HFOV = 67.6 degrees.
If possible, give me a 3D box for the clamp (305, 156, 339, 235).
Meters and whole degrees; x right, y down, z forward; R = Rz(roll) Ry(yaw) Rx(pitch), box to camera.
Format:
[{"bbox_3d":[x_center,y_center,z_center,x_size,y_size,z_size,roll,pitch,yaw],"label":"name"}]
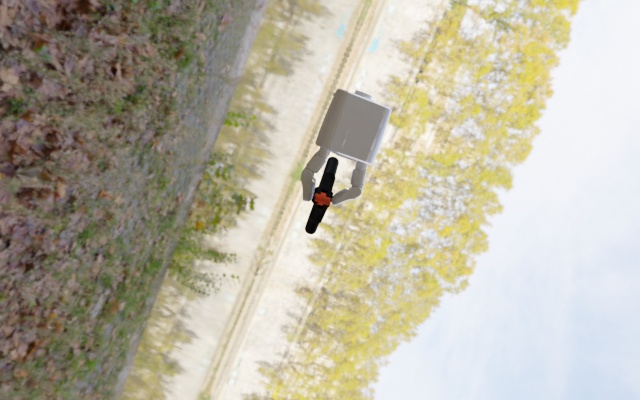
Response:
[{"bbox_3d":[0.001,0.003,0.889,0.036,0.164,0.210,17,9,-1],"label":"clamp"}]
